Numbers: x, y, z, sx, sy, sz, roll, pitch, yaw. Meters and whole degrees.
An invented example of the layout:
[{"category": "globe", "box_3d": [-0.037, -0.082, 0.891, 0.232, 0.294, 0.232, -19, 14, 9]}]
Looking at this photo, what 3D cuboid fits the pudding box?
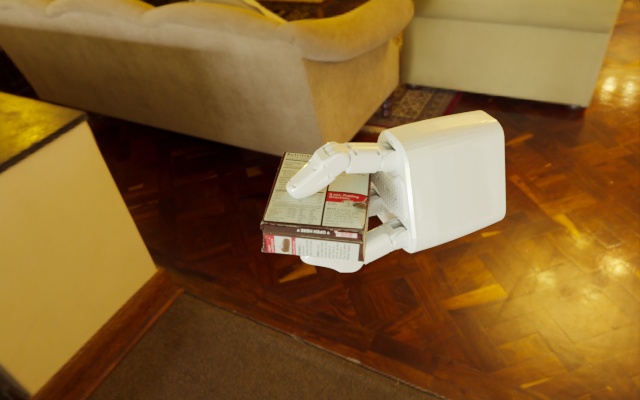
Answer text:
[{"category": "pudding box", "box_3d": [0.000, 0.001, 0.439, 0.090, 0.039, 0.113, 4, 37, 6]}]
